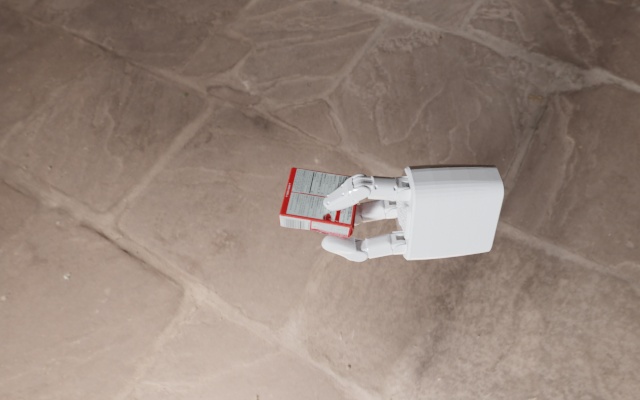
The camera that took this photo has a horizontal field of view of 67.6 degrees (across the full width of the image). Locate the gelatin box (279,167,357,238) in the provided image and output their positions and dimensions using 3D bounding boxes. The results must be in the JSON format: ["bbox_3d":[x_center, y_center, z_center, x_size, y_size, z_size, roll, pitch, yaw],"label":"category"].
[{"bbox_3d":[0.000,0.002,0.580,0.089,0.073,0.030,9,-34,2],"label":"gelatin box"}]
